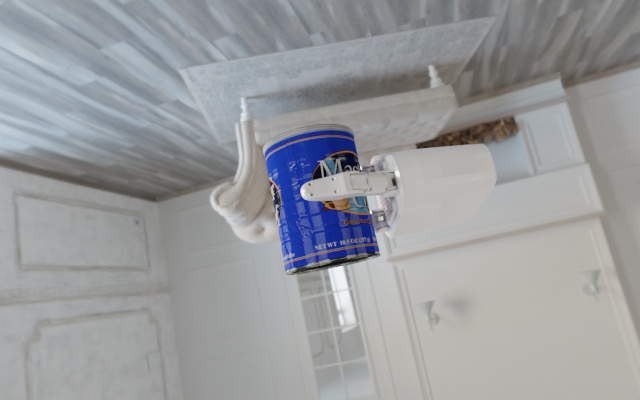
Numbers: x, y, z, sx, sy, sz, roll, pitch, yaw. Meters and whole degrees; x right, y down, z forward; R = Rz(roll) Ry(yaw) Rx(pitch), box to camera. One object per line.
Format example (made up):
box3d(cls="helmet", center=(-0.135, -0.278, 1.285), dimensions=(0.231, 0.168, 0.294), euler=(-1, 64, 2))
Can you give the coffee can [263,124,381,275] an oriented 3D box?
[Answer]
box3d(cls="coffee can", center=(0.000, 0.002, 0.518), dimensions=(0.103, 0.140, 0.103), euler=(-11, -11, -2))
